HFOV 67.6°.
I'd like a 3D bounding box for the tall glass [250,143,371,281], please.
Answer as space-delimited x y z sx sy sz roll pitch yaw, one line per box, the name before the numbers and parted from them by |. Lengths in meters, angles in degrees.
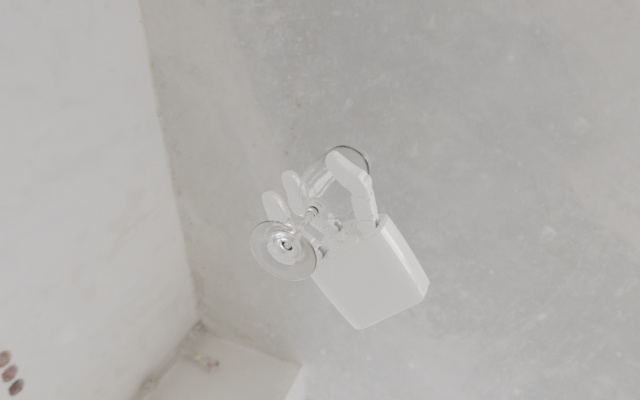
tall glass | 0.000 0.002 0.555 0.079 0.079 0.201 0 31 26
